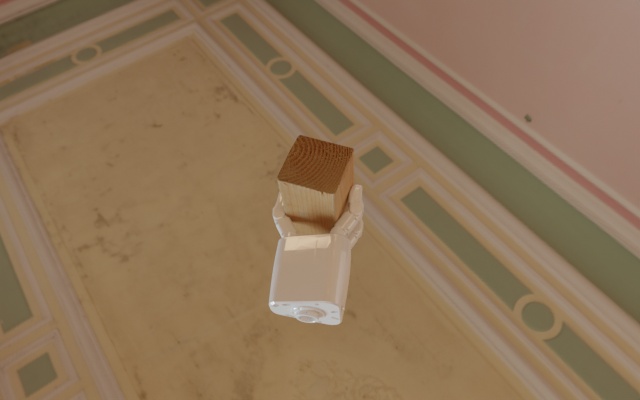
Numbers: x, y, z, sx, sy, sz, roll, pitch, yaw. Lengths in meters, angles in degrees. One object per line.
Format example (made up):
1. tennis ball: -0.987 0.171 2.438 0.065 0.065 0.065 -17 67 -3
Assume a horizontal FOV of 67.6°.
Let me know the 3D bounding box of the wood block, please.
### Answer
1. wood block: 0.000 0.003 0.769 0.091 0.090 0.206 16 -31 14
